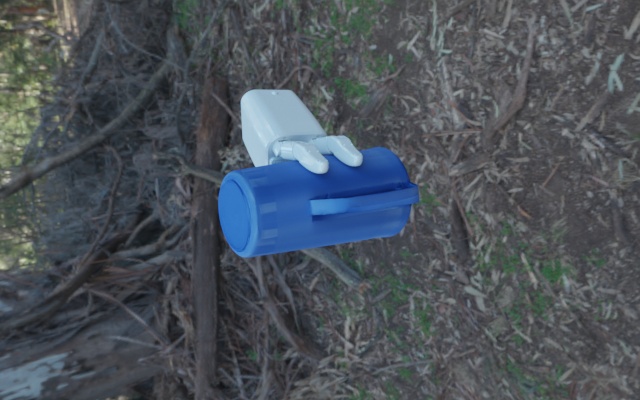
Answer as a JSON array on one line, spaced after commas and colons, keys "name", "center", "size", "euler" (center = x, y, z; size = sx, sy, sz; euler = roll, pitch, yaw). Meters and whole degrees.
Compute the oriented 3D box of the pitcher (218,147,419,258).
[{"name": "pitcher", "center": [0.000, 0.002, 0.634], "size": [0.243, 0.145, 0.149], "euler": [-9, -38, -33]}]
